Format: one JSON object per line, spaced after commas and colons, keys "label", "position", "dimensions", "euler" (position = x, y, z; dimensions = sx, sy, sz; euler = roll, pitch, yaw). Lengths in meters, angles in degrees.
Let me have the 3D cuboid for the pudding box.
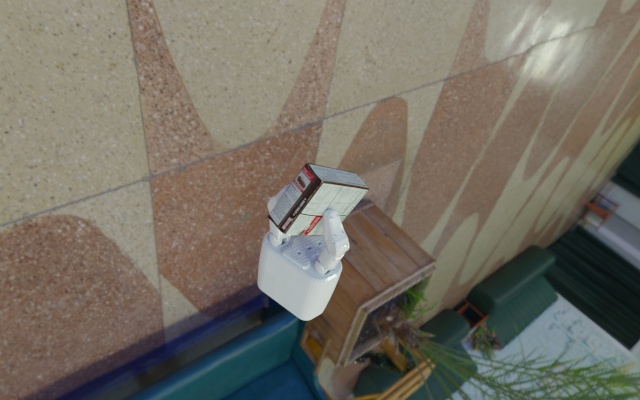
{"label": "pudding box", "position": [0.000, 0.002, 0.614], "dimensions": [0.039, 0.090, 0.113], "euler": [47, 23, 27]}
